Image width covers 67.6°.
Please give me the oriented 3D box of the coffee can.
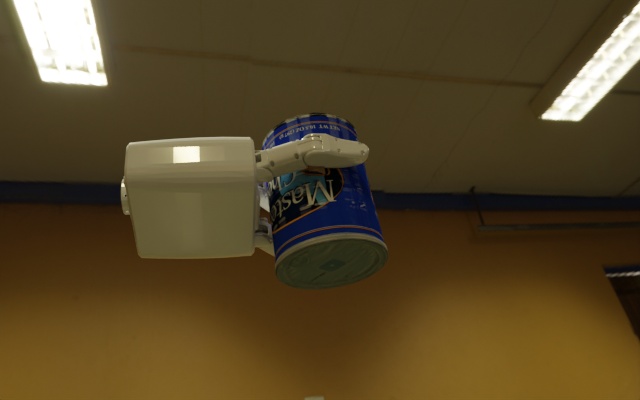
[{"bbox_3d":[0.000,0.002,0.464,0.103,0.140,0.103,-7,-32,-5],"label":"coffee can"}]
